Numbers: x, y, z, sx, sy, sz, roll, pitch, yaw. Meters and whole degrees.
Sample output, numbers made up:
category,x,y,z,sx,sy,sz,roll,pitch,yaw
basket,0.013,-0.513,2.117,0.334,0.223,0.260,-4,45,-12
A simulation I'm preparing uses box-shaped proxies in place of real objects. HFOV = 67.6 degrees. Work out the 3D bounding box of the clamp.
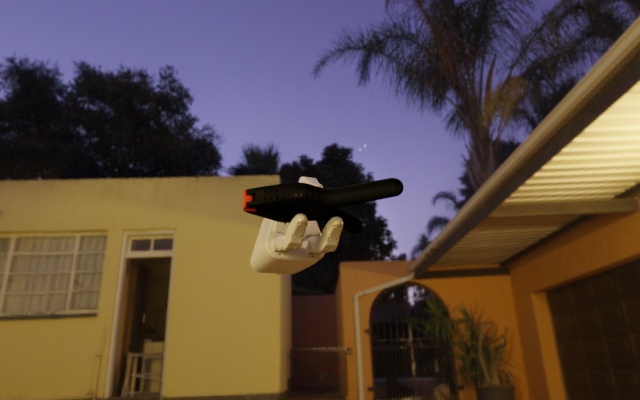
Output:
category,x,y,z,sx,sy,sz,roll,pitch,yaw
clamp,-0.001,0.001,0.666,0.210,0.036,0.165,7,-27,-22
